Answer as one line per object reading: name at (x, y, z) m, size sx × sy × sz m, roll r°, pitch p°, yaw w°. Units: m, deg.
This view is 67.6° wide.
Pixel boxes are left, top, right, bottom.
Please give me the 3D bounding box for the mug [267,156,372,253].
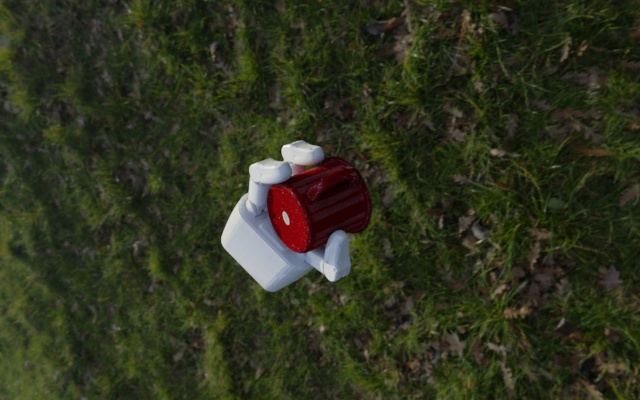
mug at (0.001, 0.001, 0.512) m, size 0.081 × 0.093 × 0.117 m, roll -23°, pitch -14°, yaw -33°
